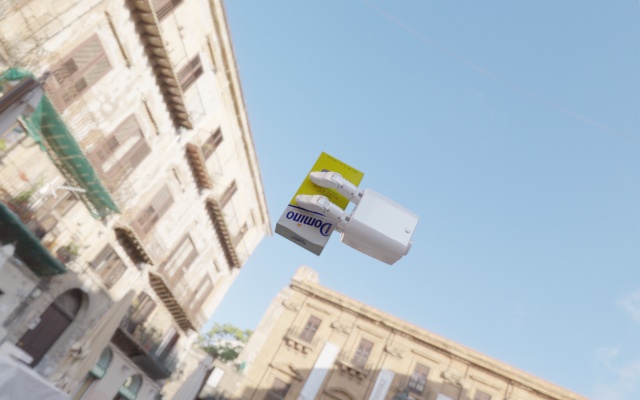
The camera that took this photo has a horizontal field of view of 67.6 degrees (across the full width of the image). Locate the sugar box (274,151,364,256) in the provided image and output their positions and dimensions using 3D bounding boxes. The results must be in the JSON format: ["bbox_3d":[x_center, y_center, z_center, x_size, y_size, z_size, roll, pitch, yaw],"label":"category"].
[{"bbox_3d":[0.000,0.003,0.857,0.093,0.176,0.048,28,-32,4],"label":"sugar box"}]
